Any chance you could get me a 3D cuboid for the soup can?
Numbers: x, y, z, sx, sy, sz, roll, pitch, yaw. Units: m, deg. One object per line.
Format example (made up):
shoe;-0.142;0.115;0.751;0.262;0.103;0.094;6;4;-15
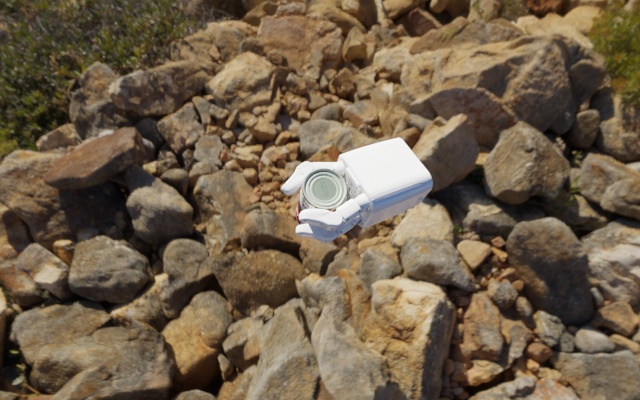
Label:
soup can;0.000;0.002;0.726;0.068;0.068;0.102;0;-23;-8
